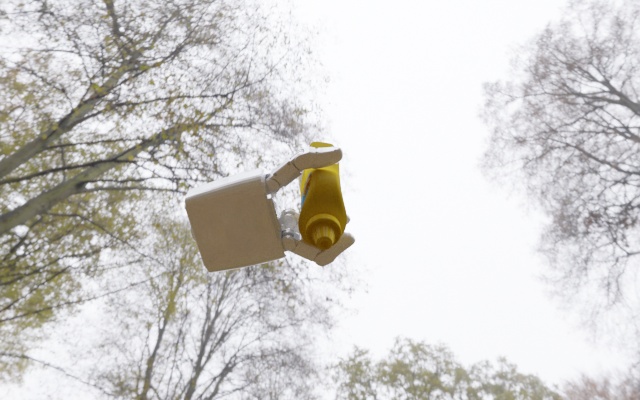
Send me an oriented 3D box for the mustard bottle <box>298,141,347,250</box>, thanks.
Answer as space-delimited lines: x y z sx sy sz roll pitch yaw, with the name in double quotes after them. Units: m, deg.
0.000 0.002 0.608 0.058 0.096 0.191 7 28 -6 "mustard bottle"
